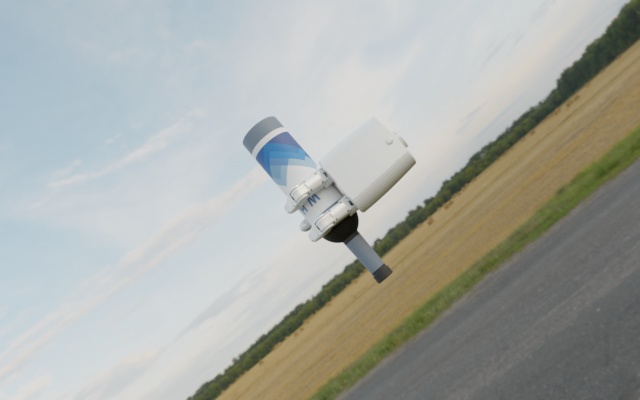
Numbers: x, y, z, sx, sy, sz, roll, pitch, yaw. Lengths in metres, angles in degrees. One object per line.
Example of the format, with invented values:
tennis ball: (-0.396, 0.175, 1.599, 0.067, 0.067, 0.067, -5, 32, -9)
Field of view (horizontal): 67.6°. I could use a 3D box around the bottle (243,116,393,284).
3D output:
bottle: (0.000, 0.002, 0.716, 0.069, 0.295, 0.069, -39, -10, -8)
